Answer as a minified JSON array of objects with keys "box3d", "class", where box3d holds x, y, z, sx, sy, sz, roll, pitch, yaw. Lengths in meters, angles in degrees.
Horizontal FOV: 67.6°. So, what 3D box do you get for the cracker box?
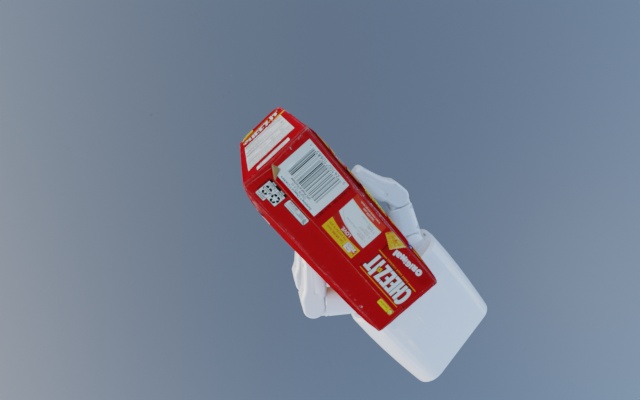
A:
[{"box3d":[0.000,0.001,0.450,0.072,0.164,0.213,-41,18,2],"class":"cracker box"}]
